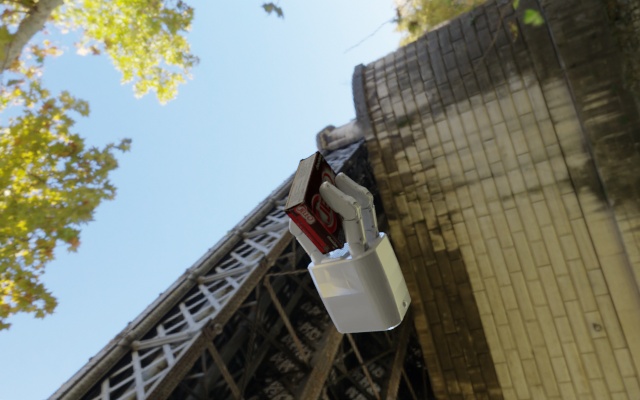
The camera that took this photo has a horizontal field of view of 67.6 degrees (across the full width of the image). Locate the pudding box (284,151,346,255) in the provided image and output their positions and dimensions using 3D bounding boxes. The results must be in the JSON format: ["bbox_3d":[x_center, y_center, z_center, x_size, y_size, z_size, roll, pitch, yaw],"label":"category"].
[{"bbox_3d":[0.000,0.002,0.641,0.039,0.090,0.113,-23,33,26],"label":"pudding box"}]
